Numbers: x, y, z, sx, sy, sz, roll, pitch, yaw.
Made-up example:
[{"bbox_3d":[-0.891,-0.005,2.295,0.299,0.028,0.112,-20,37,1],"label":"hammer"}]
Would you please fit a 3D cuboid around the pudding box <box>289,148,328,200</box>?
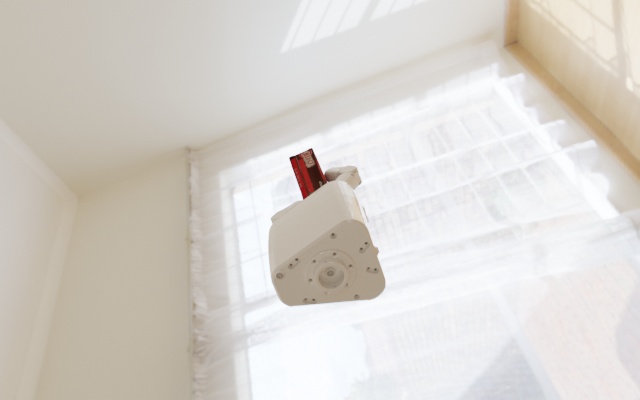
[{"bbox_3d":[0.000,0.002,0.618,0.039,0.090,0.114,-20,-40,1],"label":"pudding box"}]
